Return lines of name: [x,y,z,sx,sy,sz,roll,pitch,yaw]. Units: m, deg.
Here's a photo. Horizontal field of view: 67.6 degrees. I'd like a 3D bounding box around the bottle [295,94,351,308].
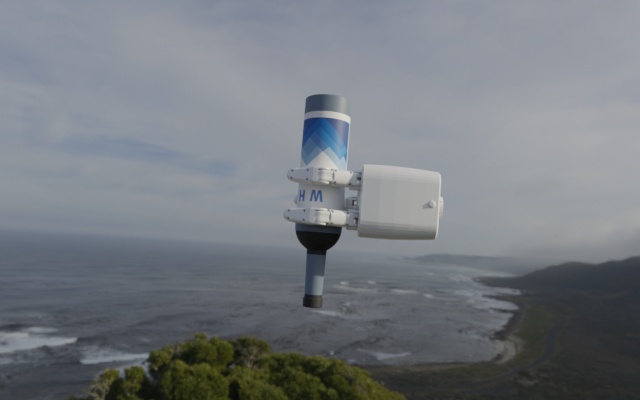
bottle: [0.000,0.002,0.678,0.069,0.295,0.069,5,-5,0]
